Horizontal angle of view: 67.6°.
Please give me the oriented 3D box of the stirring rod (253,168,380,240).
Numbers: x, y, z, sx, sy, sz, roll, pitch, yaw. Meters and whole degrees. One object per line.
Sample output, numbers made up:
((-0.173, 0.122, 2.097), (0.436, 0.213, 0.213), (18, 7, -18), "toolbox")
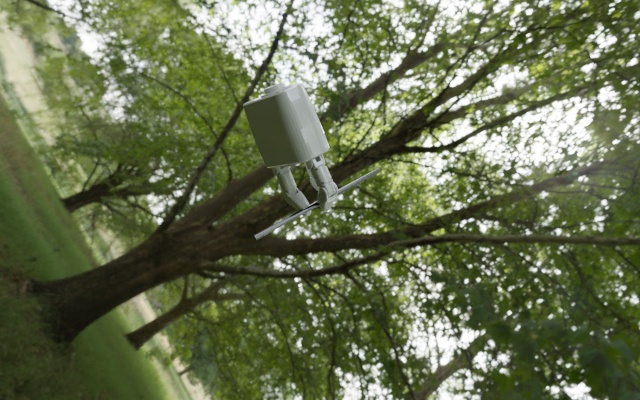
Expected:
((0.000, 0.002, 0.754), (0.239, 0.011, 0.011), (-28, 12, -23), "stirring rod")
